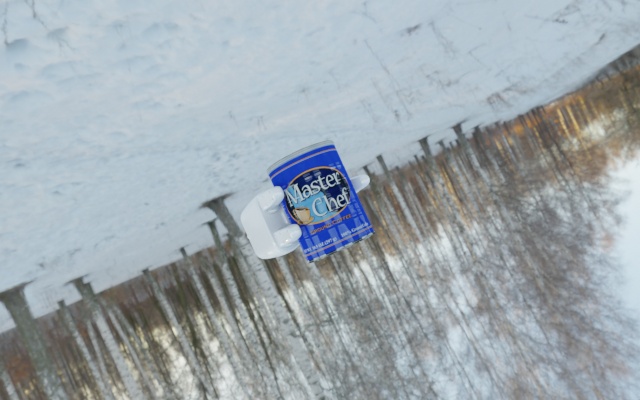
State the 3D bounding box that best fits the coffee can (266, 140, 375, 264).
[{"bbox_3d":[0.000,0.002,0.660,0.103,0.140,0.103,-24,-3,-2],"label":"coffee can"}]
